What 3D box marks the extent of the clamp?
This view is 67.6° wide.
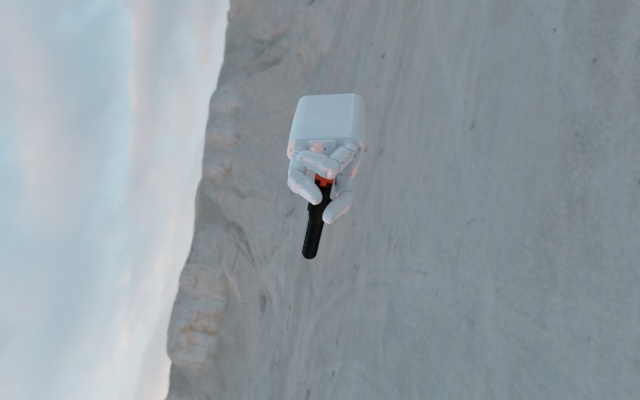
[{"bbox_3d":[0.000,0.002,0.750,0.039,0.120,0.172,10,-39,-4],"label":"clamp"}]
